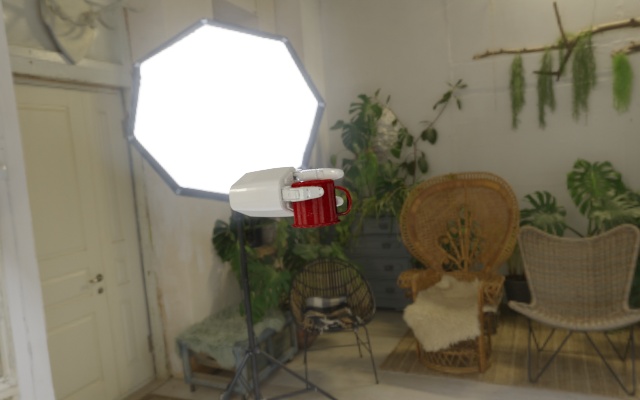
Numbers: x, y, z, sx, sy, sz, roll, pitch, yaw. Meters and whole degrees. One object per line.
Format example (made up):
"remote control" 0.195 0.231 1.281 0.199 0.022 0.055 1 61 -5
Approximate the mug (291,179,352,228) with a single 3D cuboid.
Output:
"mug" 0.001 0.003 0.891 0.117 0.081 0.093 -4 5 16
